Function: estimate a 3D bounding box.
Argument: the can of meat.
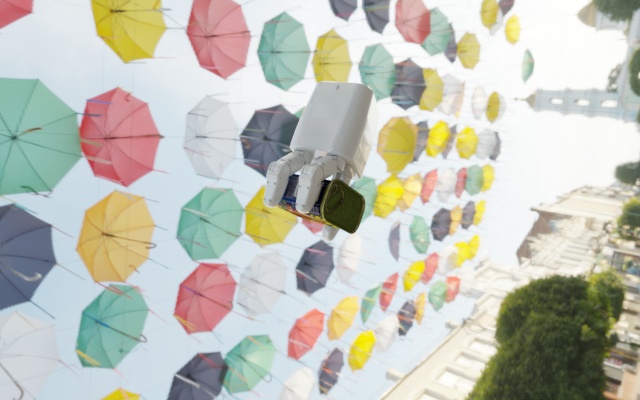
[{"bbox_3d":[0.000,0.002,0.655,0.084,0.057,0.102,13,-10,34],"label":"can of meat"}]
